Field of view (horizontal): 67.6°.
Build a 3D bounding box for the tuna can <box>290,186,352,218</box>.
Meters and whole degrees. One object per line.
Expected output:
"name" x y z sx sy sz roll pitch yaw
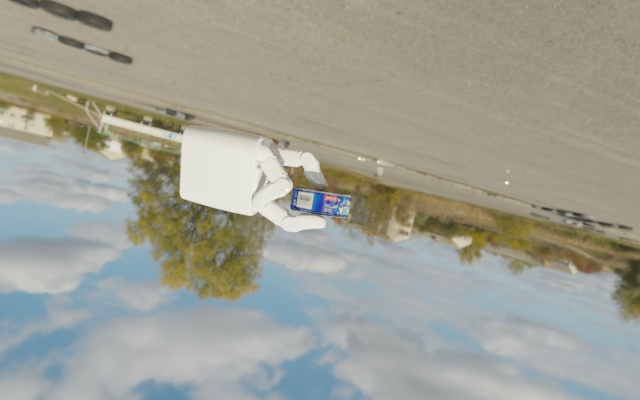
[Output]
"tuna can" 0.000 0.003 0.683 0.086 0.034 0.086 9 2 0
